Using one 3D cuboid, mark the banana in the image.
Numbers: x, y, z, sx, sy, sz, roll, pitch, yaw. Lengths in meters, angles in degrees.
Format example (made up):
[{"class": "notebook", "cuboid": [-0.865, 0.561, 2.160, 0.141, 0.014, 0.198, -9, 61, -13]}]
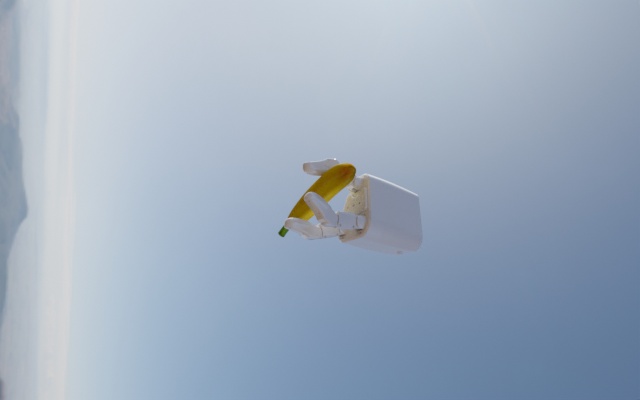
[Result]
[{"class": "banana", "cuboid": [0.002, -0.008, 0.746, 0.037, 0.069, 0.198, 33, -48, -14]}]
